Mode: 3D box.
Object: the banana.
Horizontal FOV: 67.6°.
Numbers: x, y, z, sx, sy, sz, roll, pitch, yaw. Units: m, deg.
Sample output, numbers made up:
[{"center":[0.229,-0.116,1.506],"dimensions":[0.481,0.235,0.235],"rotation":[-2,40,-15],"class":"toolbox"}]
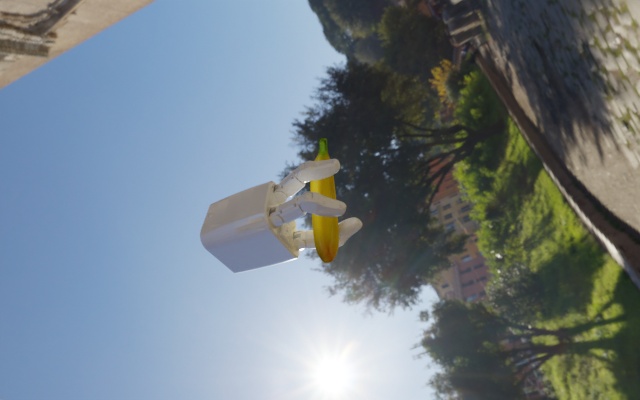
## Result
[{"center":[0.004,0.009,0.681],"dimensions":[0.037,0.197,0.070],"rotation":[-9,-32,7],"class":"banana"}]
